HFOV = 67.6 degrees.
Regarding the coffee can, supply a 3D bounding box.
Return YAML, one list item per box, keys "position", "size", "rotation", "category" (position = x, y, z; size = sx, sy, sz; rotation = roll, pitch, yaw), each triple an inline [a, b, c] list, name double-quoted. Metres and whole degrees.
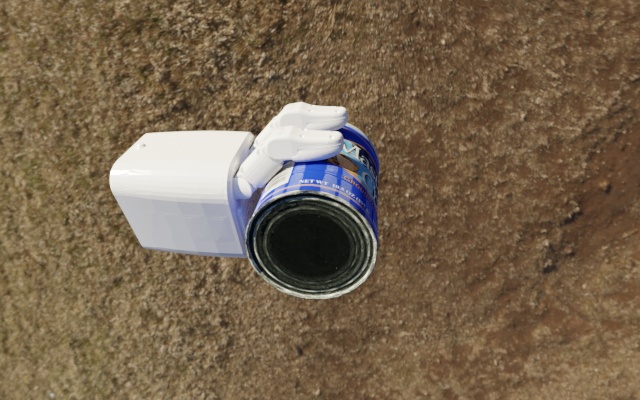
- position: [0.000, 0.001, 0.422]
  size: [0.103, 0.103, 0.140]
  rotation: [0, 31, 7]
  category: "coffee can"
